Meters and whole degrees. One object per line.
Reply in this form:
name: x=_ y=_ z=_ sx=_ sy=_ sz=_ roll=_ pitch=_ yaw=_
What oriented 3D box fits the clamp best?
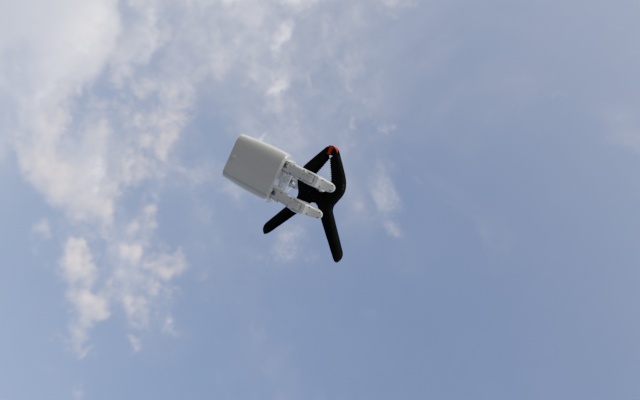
clamp: x=0.000 y=0.002 z=0.893 sx=0.164 sy=0.210 sz=0.036 roll=27 pitch=7 yaw=14
